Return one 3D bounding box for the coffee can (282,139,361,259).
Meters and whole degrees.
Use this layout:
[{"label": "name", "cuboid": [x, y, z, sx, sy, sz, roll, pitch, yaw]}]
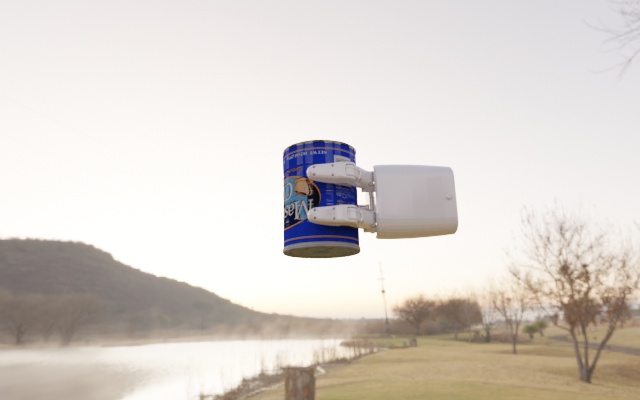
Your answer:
[{"label": "coffee can", "cuboid": [0.000, 0.002, 0.643, 0.103, 0.140, 0.103, -1, -15, 0]}]
